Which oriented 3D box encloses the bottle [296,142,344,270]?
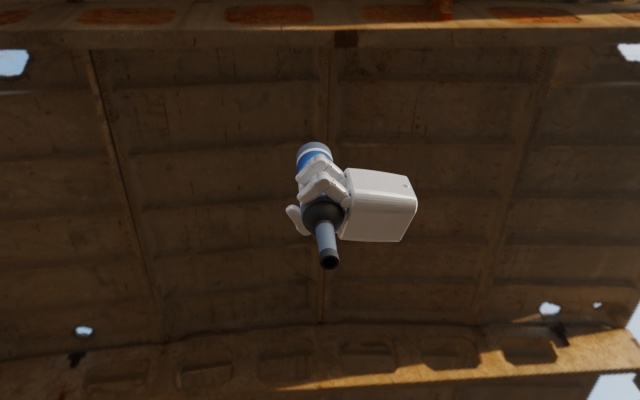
[{"bbox_3d":[0.000,0.002,0.773,0.069,0.069,0.295,0,34,-6],"label":"bottle"}]
